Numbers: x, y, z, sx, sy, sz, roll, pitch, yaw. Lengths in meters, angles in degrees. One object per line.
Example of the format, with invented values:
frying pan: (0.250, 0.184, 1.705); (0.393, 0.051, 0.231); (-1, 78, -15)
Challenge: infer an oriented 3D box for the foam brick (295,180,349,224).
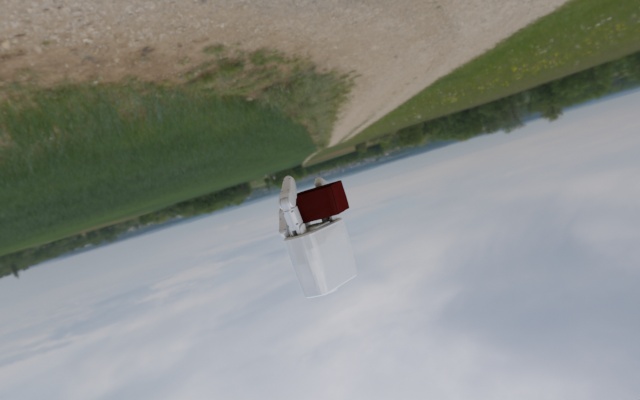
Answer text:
foam brick: (0.000, 0.002, 0.798); (0.078, 0.051, 0.053); (-16, 4, 27)
